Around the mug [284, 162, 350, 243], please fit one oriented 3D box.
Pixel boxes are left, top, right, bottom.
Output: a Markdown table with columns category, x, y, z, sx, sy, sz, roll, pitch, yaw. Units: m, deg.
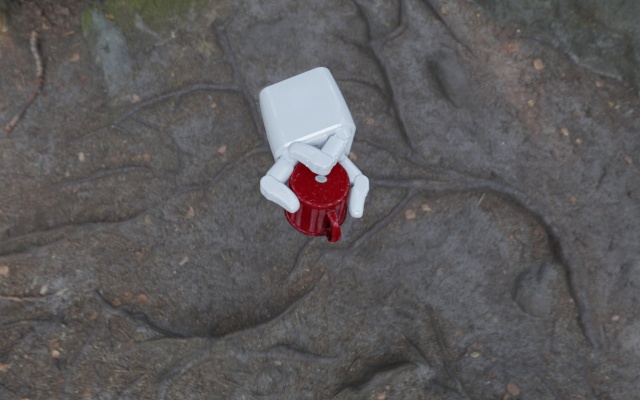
| category | x | y | z | sx | sy | sz | roll | pitch | yaw |
| --- | --- | --- | --- | --- | --- | --- | --- | --- | --- |
| mug | 0.001 | 0.003 | 0.653 | 0.093 | 0.117 | 0.081 | -15 | -25 | -13 |
